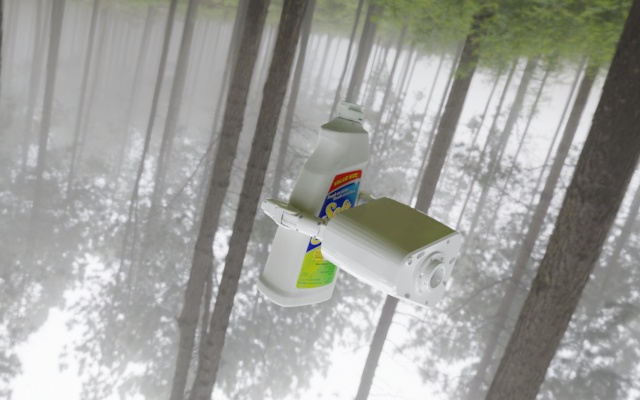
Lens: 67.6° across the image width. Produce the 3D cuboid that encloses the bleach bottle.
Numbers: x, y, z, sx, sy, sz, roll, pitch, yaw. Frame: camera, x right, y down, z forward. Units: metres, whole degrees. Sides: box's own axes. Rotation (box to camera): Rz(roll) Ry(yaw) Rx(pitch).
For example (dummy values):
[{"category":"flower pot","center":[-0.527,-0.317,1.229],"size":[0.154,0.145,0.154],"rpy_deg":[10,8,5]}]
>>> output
[{"category":"bleach bottle","center":[0.000,0.002,0.589],"size":[0.102,0.251,0.068],"rpy_deg":[3,17,-45]}]
